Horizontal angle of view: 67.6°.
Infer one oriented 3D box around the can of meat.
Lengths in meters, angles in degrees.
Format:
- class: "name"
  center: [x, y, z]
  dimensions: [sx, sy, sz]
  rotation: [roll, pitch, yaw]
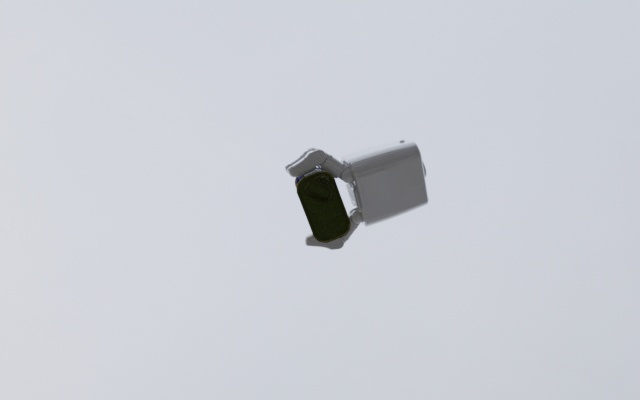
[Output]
- class: "can of meat"
  center: [0.000, 0.002, 0.717]
  dimensions: [0.057, 0.102, 0.084]
  rotation: [-21, 12, -2]
